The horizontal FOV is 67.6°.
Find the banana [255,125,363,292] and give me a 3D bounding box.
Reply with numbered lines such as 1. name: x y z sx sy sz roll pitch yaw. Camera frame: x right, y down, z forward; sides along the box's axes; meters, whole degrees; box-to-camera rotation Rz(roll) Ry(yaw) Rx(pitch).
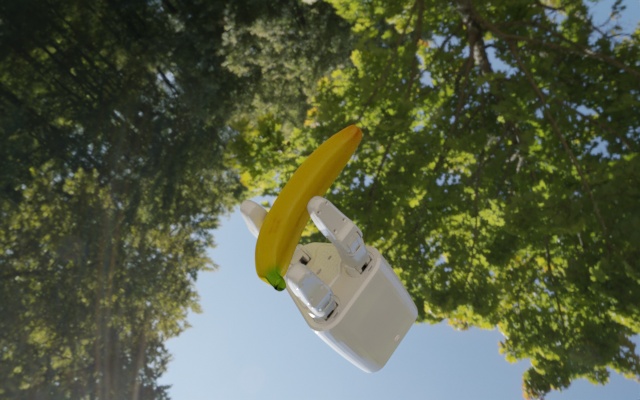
1. banana: -0.015 0.006 0.453 0.069 0.197 0.037 -8 -45 39
